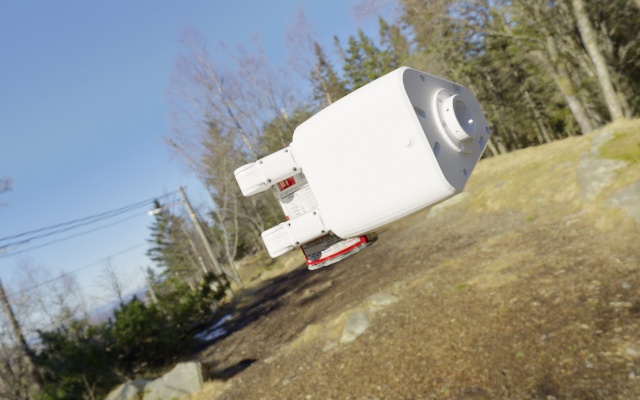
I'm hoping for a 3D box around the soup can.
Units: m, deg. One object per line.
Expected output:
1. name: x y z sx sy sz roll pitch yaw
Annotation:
1. soup can: 0.000 0.001 0.427 0.068 0.102 0.068 -24 0 0
